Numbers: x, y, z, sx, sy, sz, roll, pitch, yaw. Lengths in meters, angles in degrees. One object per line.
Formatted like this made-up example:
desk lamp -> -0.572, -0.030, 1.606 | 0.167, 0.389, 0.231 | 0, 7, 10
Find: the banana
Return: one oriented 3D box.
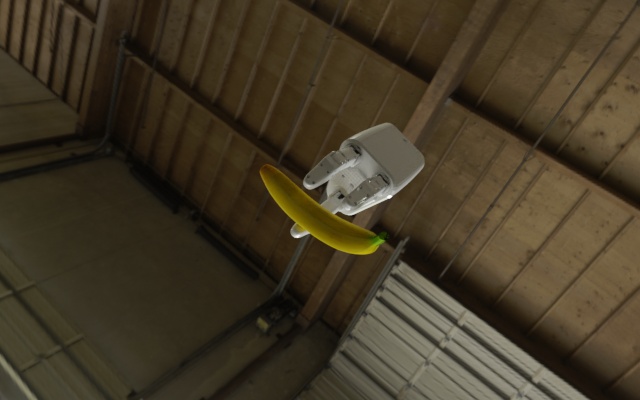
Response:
banana -> 0.001, 0.018, 0.603 | 0.197, 0.070, 0.037 | 28, 44, 26
